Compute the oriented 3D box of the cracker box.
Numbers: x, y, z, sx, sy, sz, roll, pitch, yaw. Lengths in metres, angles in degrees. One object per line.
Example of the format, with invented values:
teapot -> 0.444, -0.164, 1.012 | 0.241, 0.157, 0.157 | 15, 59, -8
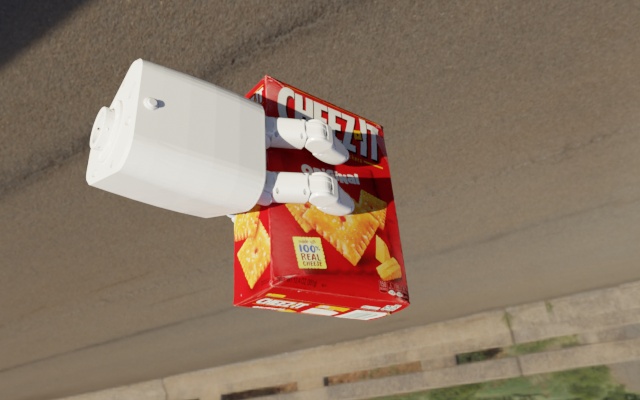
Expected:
cracker box -> 0.000, 0.002, 0.475 | 0.164, 0.213, 0.072 | 16, -33, -36
